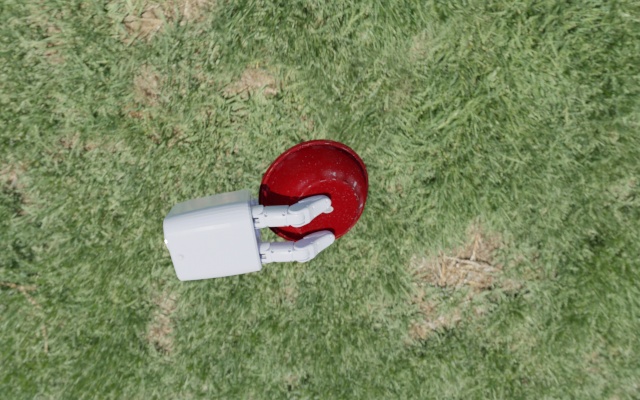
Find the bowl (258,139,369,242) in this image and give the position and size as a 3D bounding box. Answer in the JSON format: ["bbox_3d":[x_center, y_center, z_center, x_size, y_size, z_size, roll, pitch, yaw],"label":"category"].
[{"bbox_3d":[0.001,0.002,0.645,0.162,0.162,0.055,0,27,-20],"label":"bowl"}]
